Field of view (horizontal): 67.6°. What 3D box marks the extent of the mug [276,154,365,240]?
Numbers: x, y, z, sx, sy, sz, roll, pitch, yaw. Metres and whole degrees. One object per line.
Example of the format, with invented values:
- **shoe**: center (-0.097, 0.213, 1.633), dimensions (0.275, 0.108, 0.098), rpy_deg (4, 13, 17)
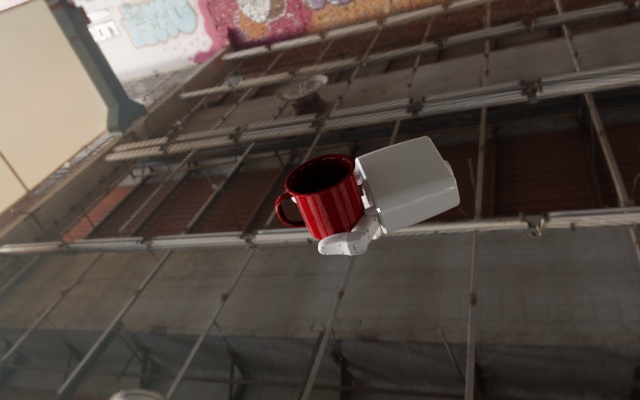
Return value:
- **mug**: center (-0.001, 0.003, 0.621), dimensions (0.117, 0.081, 0.093), rpy_deg (-20, 31, 2)
